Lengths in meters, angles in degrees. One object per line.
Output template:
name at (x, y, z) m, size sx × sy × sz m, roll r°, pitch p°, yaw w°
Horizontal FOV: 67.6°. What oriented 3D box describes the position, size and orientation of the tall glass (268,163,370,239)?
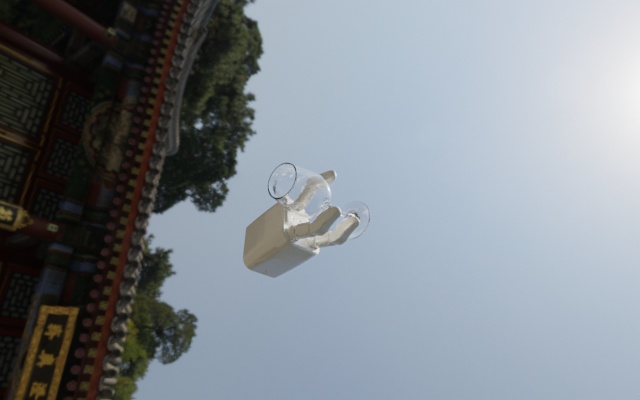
tall glass at (0.001, 0.003, 0.819) m, size 0.079 × 0.079 × 0.201 m, roll 0°, pitch -20°, yaw 41°
